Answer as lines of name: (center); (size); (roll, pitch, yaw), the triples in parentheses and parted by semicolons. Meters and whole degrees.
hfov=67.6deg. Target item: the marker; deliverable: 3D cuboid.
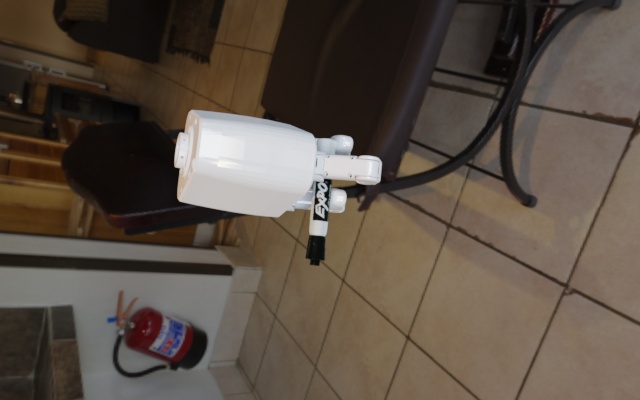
marker: (0.000, 0.002, 0.457); (0.020, 0.121, 0.020); (5, -6, 1)
